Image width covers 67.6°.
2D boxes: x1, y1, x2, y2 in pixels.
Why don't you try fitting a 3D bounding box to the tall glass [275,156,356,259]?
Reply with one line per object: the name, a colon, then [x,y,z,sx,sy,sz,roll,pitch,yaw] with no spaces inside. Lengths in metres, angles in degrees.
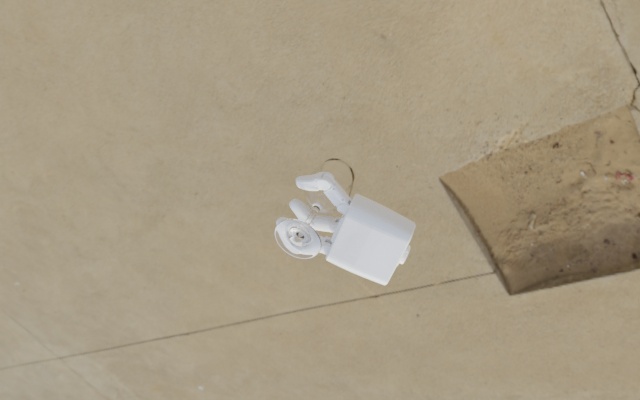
tall glass: [0.000,0.003,0.777,0.079,0.079,0.201,0,34,24]
